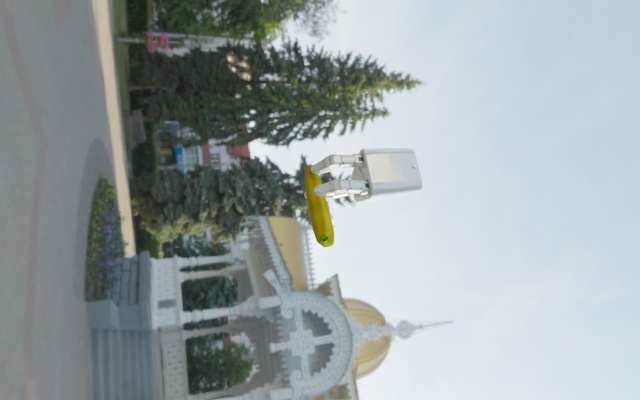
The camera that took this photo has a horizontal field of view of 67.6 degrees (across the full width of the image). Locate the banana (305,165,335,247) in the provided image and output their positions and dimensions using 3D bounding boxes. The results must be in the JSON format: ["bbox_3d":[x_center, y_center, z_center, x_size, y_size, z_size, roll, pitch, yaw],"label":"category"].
[{"bbox_3d":[0.000,0.019,0.883,0.037,0.070,0.197,-5,45,-10],"label":"banana"}]
